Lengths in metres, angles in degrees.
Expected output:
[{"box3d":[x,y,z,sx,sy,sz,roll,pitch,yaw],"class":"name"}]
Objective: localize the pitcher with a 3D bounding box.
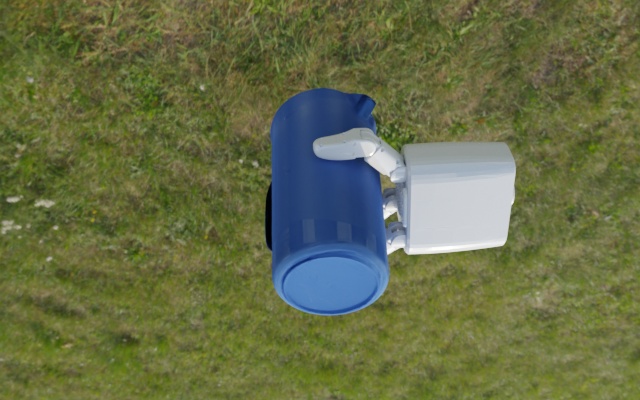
[{"box3d":[0.000,0.002,0.524,0.145,0.149,0.242,-3,44,1],"class":"pitcher"}]
